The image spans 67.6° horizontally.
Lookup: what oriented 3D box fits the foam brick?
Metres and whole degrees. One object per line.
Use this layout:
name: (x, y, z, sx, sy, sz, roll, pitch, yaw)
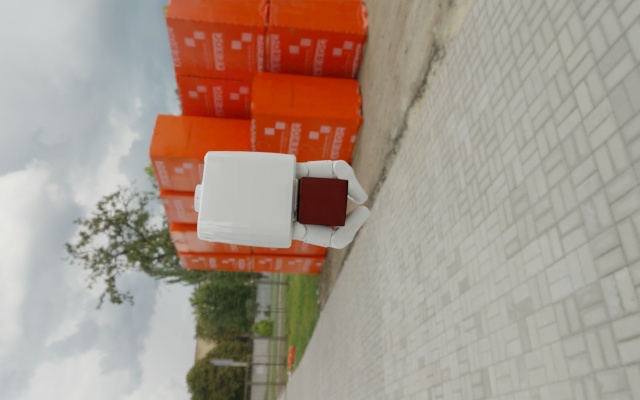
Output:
foam brick: (0.000, 0.002, 0.553, 0.051, 0.053, 0.078, 4, -2, -6)
